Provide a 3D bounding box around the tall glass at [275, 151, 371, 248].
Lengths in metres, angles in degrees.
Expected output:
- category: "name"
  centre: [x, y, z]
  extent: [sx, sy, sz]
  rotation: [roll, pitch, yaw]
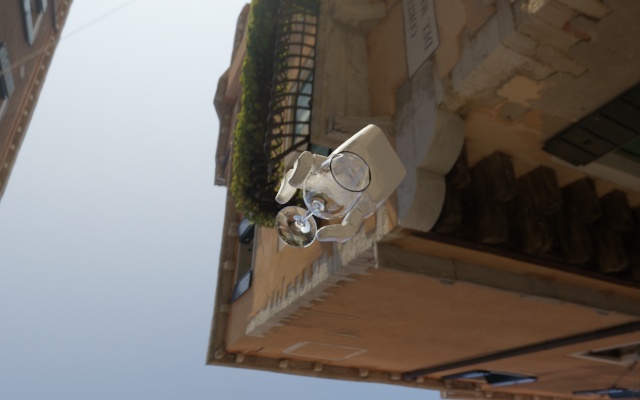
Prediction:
- category: "tall glass"
  centre: [0.000, 0.003, 0.711]
  extent: [0.079, 0.079, 0.201]
  rotation: [0, -24, -26]
